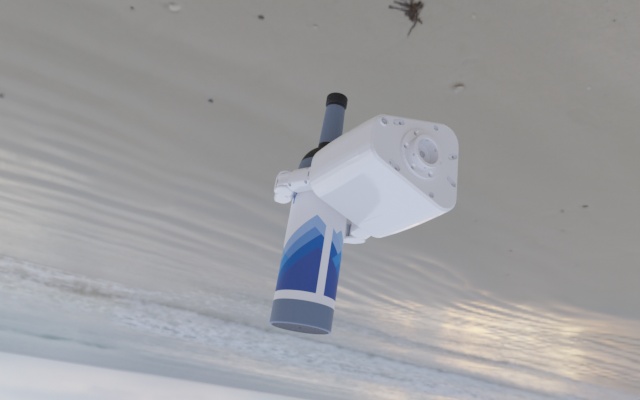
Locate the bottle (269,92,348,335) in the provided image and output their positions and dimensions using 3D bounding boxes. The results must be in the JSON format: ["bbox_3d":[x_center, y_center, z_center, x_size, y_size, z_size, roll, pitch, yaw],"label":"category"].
[{"bbox_3d":[0.000,0.002,0.562,0.069,0.295,0.069,8,-22,3],"label":"bottle"}]
